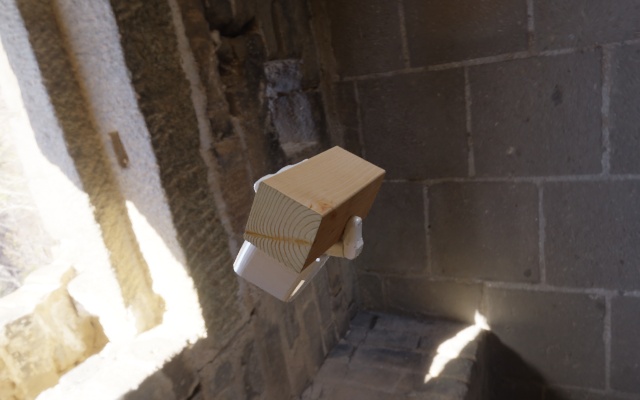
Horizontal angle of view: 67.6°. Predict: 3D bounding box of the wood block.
[{"bbox_3d":[0.000,0.003,0.652,0.091,0.090,0.206,30,29,16],"label":"wood block"}]
